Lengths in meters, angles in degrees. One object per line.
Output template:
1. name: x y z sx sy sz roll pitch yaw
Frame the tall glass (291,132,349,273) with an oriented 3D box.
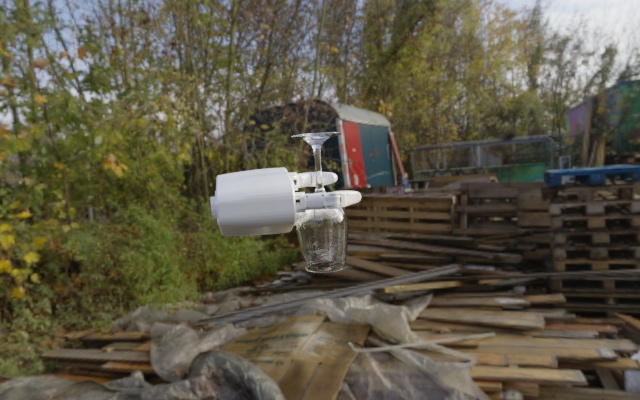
1. tall glass: 0.000 0.002 0.709 0.079 0.201 0.079 -4 5 0
